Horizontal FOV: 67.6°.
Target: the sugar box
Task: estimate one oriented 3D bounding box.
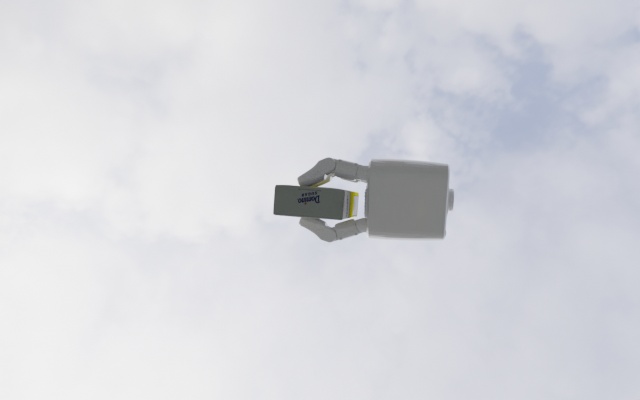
[{"bbox_3d":[0.000,0.002,0.685,0.093,0.048,0.176,4,-2,10],"label":"sugar box"}]
